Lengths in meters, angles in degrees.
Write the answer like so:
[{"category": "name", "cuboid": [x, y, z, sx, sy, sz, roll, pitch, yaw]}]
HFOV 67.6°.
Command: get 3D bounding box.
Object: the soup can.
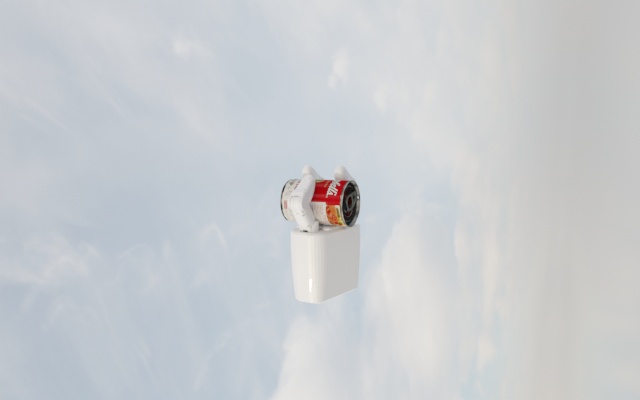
[{"category": "soup can", "cuboid": [0.000, 0.002, 0.711, 0.102, 0.068, 0.068, 3, 1, 27]}]
